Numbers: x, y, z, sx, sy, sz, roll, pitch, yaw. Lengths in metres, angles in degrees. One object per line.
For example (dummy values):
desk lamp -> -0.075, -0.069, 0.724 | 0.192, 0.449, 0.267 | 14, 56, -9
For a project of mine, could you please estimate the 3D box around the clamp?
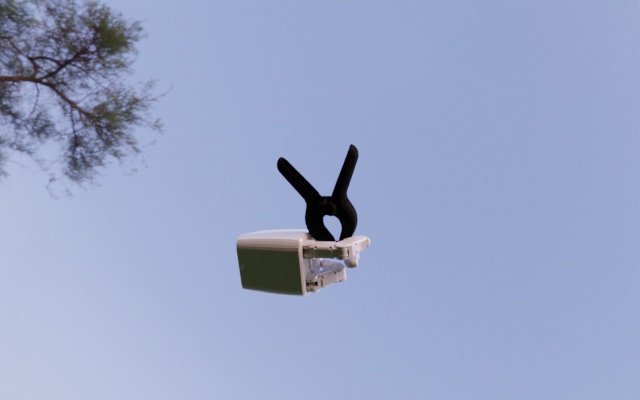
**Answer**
clamp -> 0.000, 0.002, 0.706 | 0.120, 0.171, 0.039 | 2, 18, 18
